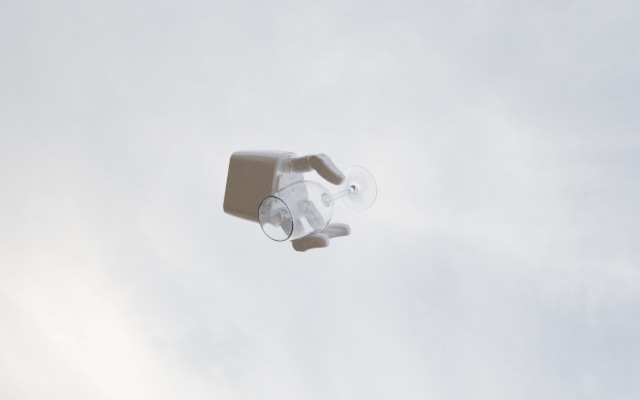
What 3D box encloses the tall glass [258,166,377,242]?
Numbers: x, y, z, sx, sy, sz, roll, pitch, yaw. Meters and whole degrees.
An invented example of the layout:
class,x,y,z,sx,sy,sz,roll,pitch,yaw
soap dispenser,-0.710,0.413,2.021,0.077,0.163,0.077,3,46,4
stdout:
class,x,y,z,sx,sy,sz,roll,pitch,yaw
tall glass,0.001,0.002,0.694,0.079,0.079,0.201,0,13,37
